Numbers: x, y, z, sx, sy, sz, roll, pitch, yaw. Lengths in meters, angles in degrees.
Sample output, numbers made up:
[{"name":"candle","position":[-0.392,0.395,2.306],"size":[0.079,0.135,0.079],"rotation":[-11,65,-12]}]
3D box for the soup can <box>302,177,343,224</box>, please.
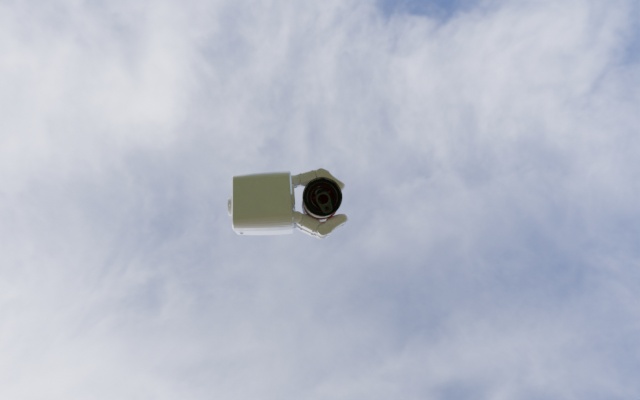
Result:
[{"name":"soup can","position":[0.001,0.003,0.850],"size":[0.068,0.068,0.102],"rotation":[0,-11,-4]}]
